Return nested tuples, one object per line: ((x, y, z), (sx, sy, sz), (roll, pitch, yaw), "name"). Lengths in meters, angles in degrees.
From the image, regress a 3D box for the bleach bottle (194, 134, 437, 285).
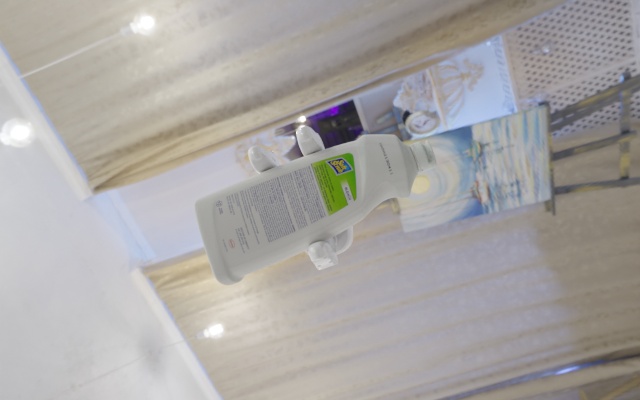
((0.000, 0.002, 0.503), (0.251, 0.102, 0.068), (-20, -7, 6), "bleach bottle")
